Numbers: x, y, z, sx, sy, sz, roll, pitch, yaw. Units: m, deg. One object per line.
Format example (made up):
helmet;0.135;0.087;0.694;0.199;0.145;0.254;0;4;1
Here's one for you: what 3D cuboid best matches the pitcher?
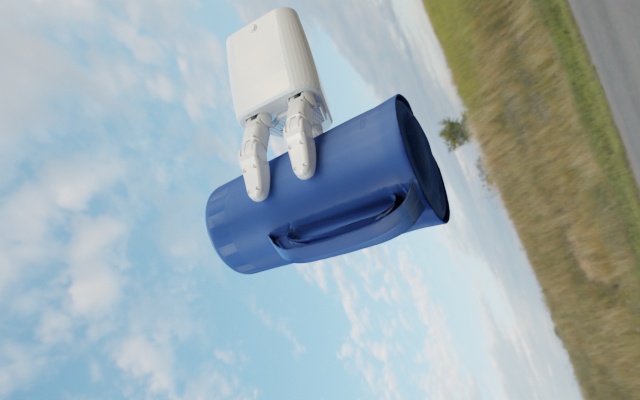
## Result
pitcher;0.000;0.001;0.495;0.243;0.145;0.149;-21;-18;23
